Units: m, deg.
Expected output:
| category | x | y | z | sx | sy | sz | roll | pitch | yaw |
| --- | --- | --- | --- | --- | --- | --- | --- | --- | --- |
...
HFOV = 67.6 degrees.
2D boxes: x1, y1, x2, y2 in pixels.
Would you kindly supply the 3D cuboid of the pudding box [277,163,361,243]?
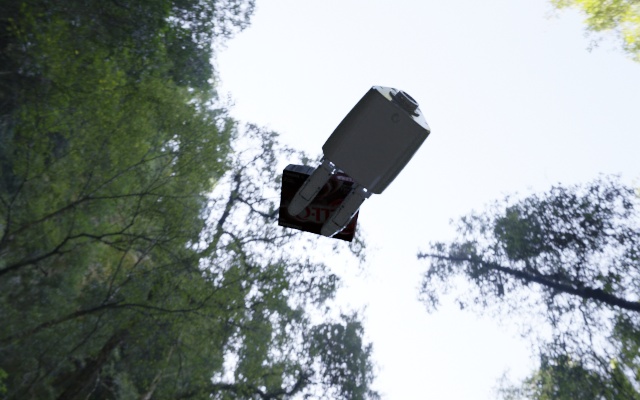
| category | x | y | z | sx | sy | sz | roll | pitch | yaw |
| --- | --- | --- | --- | --- | --- | --- | --- | --- | --- |
| pudding box | 0.000 | 0.002 | 0.669 | 0.113 | 0.090 | 0.039 | 13 | 26 | 10 |
